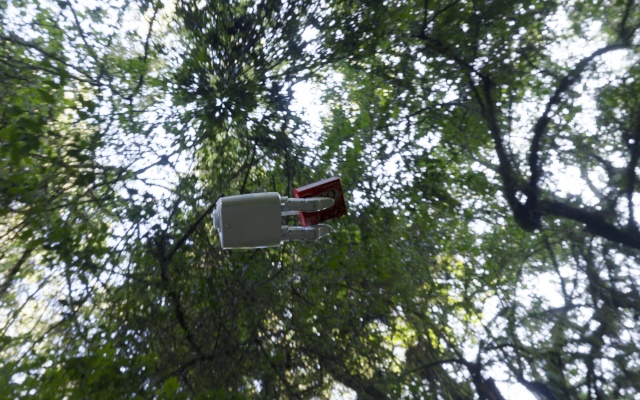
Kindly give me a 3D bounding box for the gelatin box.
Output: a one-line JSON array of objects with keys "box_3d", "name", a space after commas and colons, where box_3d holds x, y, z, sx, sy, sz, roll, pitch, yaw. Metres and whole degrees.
[{"box_3d": [0.000, 0.003, 0.897, 0.089, 0.073, 0.030, -18, 17, -18], "name": "gelatin box"}]
